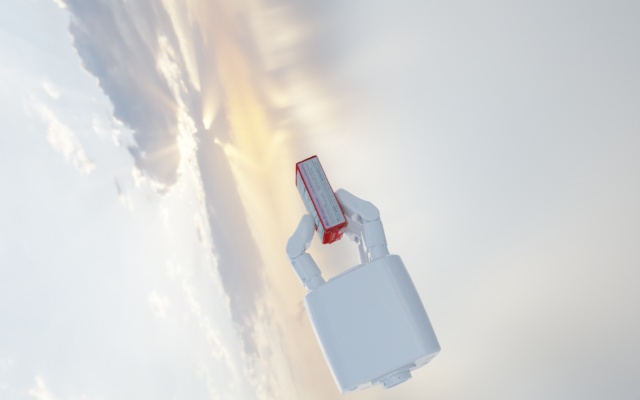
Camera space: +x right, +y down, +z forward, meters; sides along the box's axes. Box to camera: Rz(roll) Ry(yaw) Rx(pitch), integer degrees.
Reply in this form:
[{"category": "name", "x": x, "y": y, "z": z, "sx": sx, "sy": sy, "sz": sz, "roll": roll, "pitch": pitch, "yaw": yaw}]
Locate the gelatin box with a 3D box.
[{"category": "gelatin box", "x": 0.000, "y": 0.002, "z": 0.554, "sx": 0.030, "sy": 0.089, "sz": 0.073, "roll": -23, "pitch": -14, "yaw": -9}]
